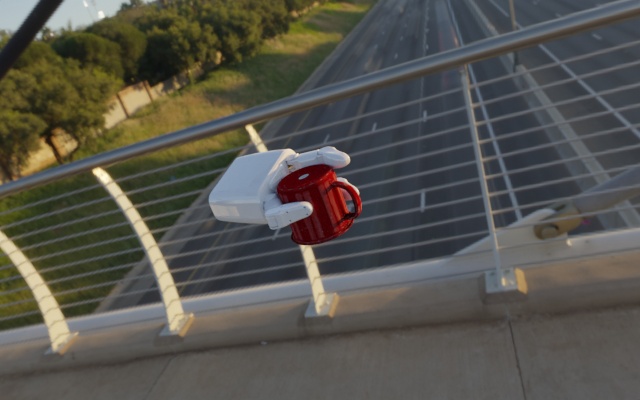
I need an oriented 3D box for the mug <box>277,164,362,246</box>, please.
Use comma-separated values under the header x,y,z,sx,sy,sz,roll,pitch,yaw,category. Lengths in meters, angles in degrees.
x,y,z,sx,sy,sz,roll,pitch,yaw,category
0.001,0.002,0.645,0.117,0.081,0.093,-3,28,35,mug
